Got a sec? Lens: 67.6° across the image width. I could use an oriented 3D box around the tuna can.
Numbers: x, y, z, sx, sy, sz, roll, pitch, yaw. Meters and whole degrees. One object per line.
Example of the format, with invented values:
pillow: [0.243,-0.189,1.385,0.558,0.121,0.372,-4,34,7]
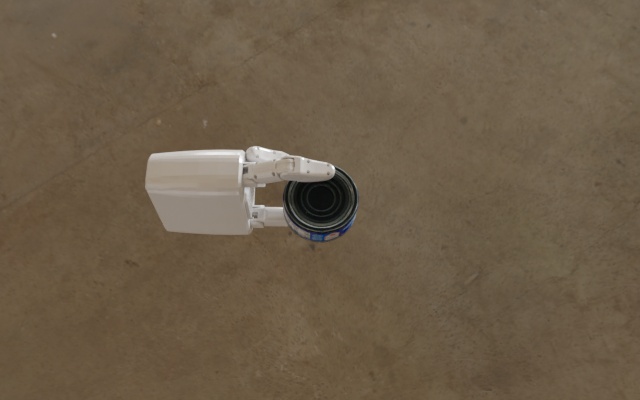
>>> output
tuna can: [0.000,0.002,0.539,0.086,0.086,0.034,0,-22,-3]
